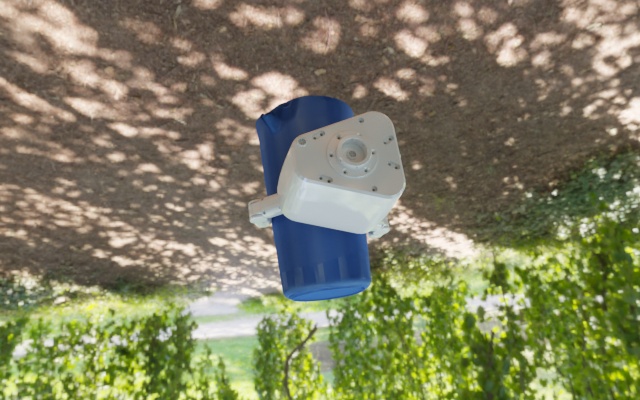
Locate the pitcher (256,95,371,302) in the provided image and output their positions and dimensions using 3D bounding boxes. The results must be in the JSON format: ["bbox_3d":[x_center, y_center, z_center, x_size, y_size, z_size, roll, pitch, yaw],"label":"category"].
[{"bbox_3d":[0.000,0.002,0.619,0.149,0.242,0.145,-4,-19,-13],"label":"pitcher"}]
